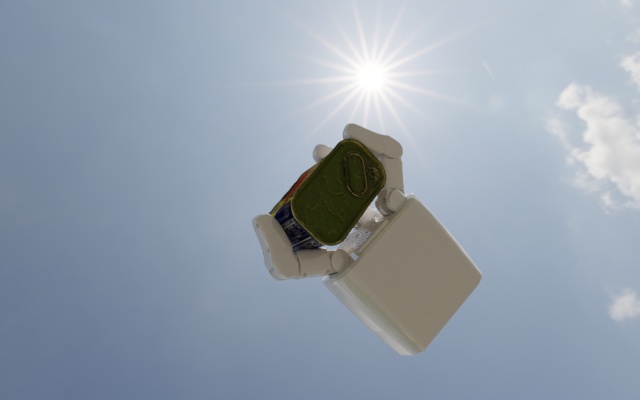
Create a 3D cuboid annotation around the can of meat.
[{"bbox_3d":[0.000,0.002,0.442,0.102,0.057,0.084,-51,10,-30],"label":"can of meat"}]
